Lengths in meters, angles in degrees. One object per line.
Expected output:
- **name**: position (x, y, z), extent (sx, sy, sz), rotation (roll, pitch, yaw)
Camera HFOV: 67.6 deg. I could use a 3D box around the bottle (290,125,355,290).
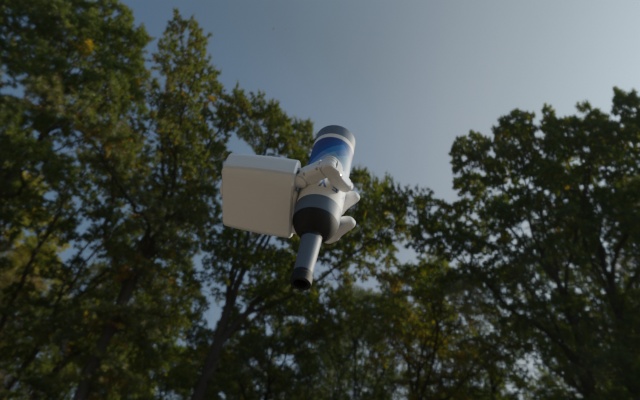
- **bottle**: position (0.000, 0.002, 0.693), extent (0.069, 0.069, 0.295), rotation (0, 44, 14)
